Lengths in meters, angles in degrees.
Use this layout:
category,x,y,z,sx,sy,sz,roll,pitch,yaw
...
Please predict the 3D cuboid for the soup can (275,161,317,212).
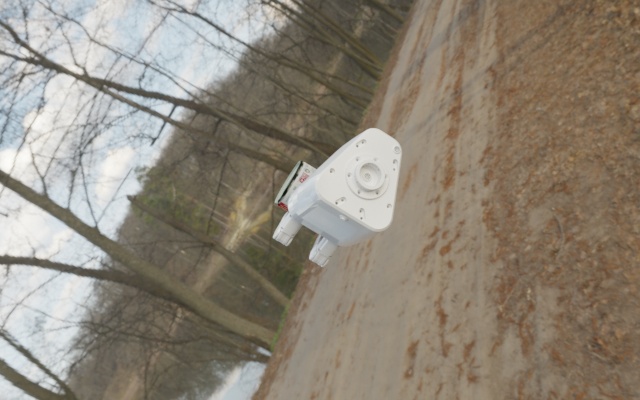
category,x,y,z,sx,sy,sz,roll,pitch,yaw
soup can,0.000,0.002,0.624,0.102,0.068,0.068,31,-6,-9
